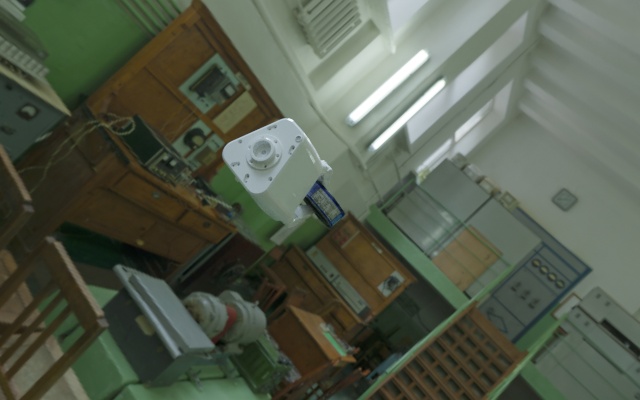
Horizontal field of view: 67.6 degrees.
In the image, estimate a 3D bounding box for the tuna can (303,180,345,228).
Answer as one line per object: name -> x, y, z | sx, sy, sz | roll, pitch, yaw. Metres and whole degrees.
tuna can -> 0.001, 0.002, 0.776 | 0.034, 0.086, 0.086 | -41, 5, -6
